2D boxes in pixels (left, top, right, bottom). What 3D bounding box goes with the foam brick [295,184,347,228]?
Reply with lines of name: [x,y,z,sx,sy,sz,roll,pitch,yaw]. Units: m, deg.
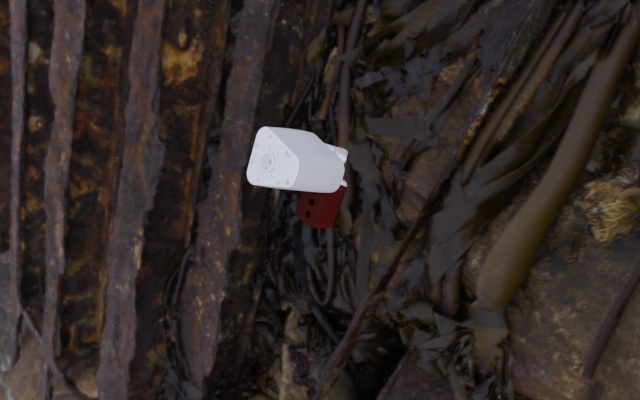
foam brick: [0.000,0.003,0.816,0.053,0.078,0.051,28,17,37]
